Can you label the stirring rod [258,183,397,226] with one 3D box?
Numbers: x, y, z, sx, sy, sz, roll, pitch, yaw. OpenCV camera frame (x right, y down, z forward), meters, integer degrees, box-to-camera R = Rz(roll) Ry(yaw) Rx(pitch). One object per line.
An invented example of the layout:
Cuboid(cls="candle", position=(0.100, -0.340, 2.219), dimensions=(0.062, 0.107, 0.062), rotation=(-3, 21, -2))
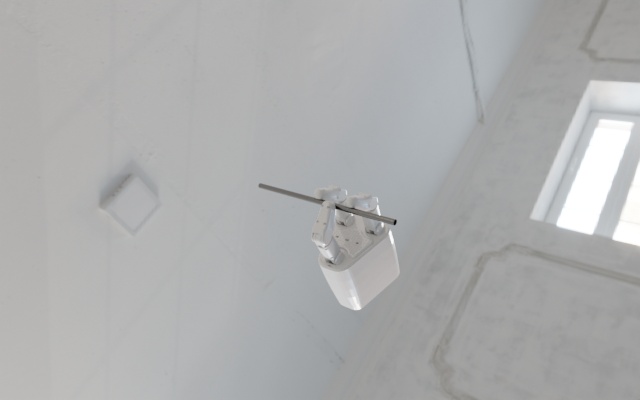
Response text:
Cuboid(cls="stirring rod", position=(0.000, 0.002, 0.670), dimensions=(0.239, 0.011, 0.011), rotation=(15, 9, 36))
